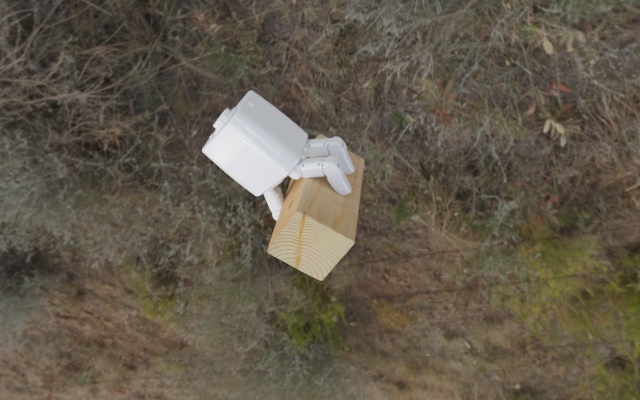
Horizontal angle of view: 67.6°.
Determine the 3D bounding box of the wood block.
[{"bbox_3d":[0.000,0.002,0.708,0.090,0.091,0.206,29,35,-12],"label":"wood block"}]
